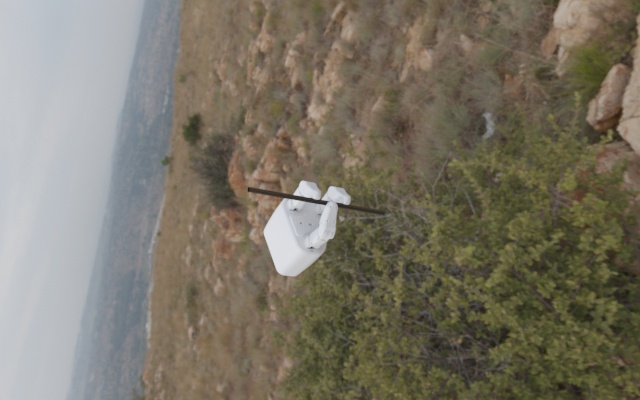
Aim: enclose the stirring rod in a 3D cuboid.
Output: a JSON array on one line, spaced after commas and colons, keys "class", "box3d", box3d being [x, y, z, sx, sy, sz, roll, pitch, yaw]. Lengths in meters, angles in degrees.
[{"class": "stirring rod", "box3d": [0.000, 0.003, 0.761, 0.239, 0.011, 0.011, 10, -4, -25]}]
